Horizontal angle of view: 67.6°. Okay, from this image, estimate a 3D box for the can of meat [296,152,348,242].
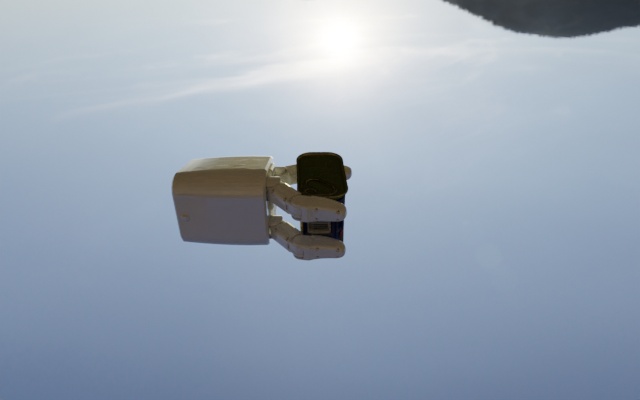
[{"bbox_3d":[0.000,0.002,0.578,0.057,0.084,0.102,-1,34,-3],"label":"can of meat"}]
